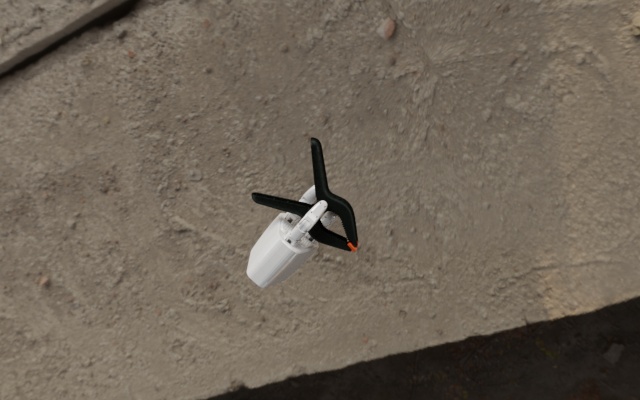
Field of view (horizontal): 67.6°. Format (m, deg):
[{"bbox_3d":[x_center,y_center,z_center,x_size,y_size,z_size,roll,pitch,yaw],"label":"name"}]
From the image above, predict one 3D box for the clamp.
[{"bbox_3d":[0.000,0.004,0.855,0.210,0.164,0.036,41,18,-1],"label":"clamp"}]
